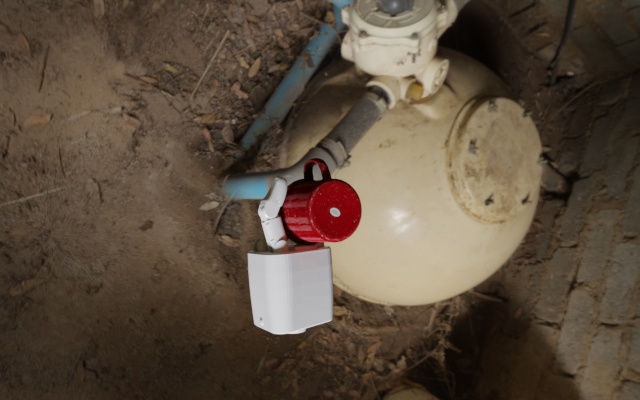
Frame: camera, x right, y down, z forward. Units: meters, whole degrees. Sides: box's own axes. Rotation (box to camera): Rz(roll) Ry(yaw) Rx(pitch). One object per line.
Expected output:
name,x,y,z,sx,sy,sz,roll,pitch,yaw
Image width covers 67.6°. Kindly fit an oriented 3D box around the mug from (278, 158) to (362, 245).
mug,0.000,0.001,0.632,0.093,0.117,0.081,-4,0,-30
